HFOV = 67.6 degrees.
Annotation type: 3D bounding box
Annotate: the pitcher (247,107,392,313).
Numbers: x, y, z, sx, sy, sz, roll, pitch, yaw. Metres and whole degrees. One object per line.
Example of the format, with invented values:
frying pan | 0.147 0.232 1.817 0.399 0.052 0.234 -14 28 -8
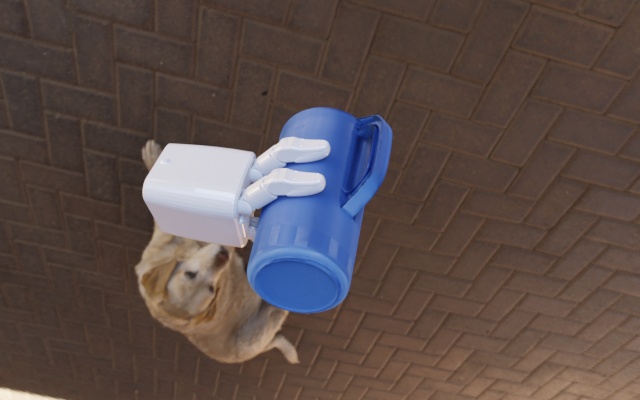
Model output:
pitcher | 0.000 0.002 0.566 0.145 0.149 0.242 9 44 3
